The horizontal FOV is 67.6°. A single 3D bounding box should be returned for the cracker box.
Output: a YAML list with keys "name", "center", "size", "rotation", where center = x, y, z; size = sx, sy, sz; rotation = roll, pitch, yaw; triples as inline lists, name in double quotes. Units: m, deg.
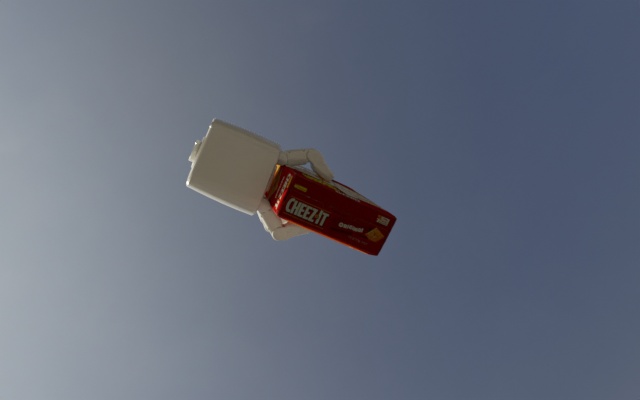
- name: "cracker box"
  center: [0.000, 0.002, 0.751]
  size: [0.164, 0.072, 0.213]
  rotation: [23, 6, -16]
